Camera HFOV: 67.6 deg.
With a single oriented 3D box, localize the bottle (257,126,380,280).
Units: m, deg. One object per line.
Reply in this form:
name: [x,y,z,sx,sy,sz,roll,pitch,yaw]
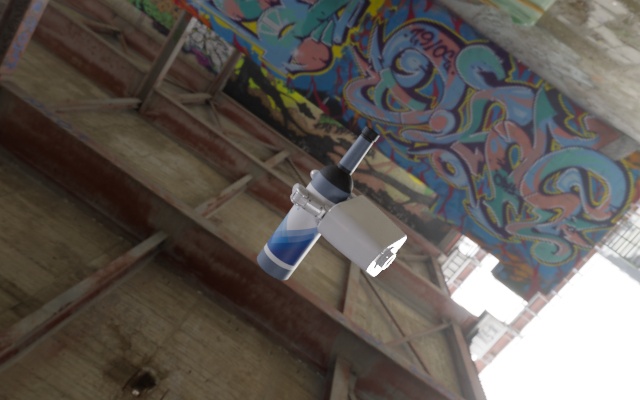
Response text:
bottle: [0.000,0.003,0.803,0.069,0.296,0.069,34,15,-10]
